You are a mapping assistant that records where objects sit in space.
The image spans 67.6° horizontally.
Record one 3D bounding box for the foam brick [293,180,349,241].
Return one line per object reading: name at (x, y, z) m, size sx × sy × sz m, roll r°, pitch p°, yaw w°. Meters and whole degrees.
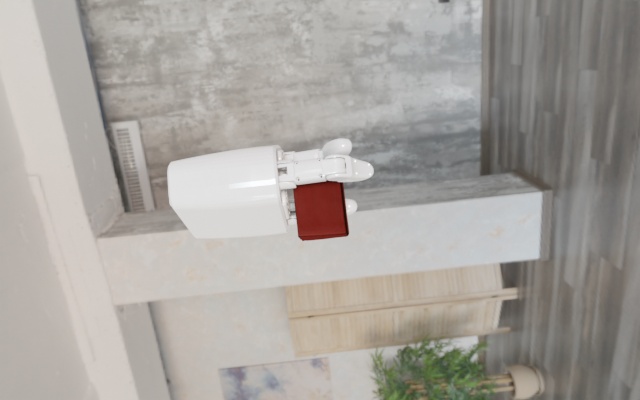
foam brick at (0.000, 0.002, 0.501) m, size 0.051 × 0.078 × 0.053 m, roll -7°, pitch -9°, yaw 1°
